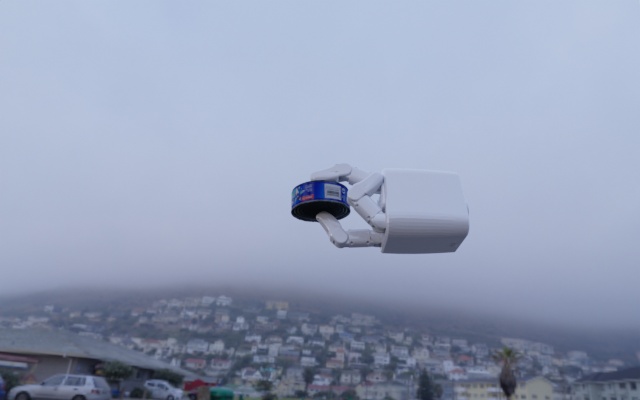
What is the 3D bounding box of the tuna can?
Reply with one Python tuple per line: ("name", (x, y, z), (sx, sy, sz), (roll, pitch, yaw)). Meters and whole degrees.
("tuna can", (0.000, 0.002, 0.690), (0.086, 0.033, 0.086), (-1, -22, 0))
